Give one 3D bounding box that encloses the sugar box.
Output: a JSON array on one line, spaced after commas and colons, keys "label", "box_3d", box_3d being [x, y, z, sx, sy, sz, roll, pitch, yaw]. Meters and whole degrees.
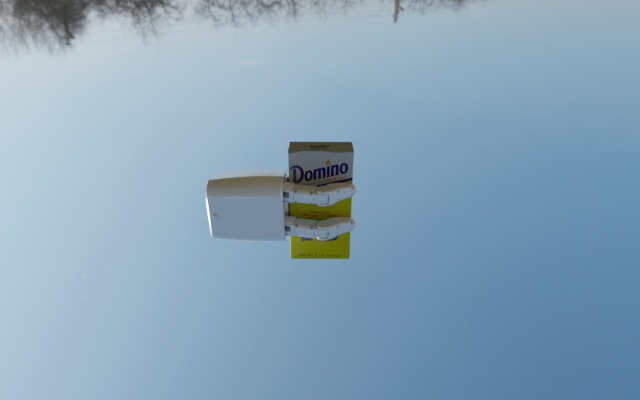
[{"label": "sugar box", "box_3d": [0.000, 0.003, 0.703, 0.093, 0.176, 0.048, -1, 29, 0]}]
